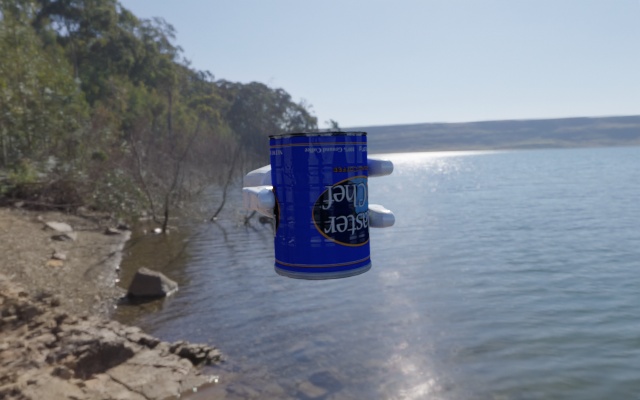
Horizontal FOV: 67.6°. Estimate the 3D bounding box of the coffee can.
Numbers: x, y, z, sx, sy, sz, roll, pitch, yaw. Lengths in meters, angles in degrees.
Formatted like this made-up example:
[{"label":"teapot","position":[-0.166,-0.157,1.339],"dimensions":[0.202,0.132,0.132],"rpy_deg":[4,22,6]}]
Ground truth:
[{"label":"coffee can","position":[0.000,0.002,0.497],"dimensions":[0.103,0.140,0.103],"rpy_deg":[-2,5,0]}]
